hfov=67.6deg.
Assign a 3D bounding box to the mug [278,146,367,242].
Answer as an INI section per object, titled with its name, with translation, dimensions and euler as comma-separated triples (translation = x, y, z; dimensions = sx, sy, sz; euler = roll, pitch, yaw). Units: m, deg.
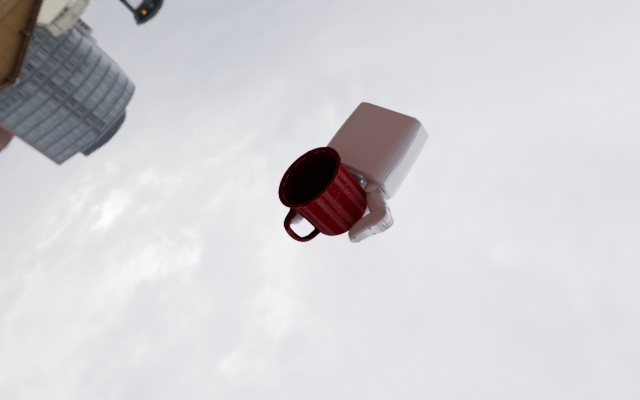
[mug]
translation = -0.001, 0.003, 0.604
dimensions = 0.093, 0.117, 0.081
euler = 21, -19, 49
